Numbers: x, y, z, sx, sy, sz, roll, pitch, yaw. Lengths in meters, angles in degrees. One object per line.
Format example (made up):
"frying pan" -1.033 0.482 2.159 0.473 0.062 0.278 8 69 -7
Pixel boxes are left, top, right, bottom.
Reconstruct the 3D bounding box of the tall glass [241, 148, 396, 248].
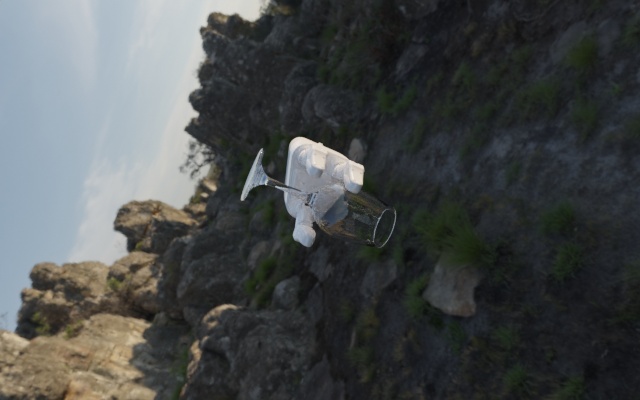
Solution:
"tall glass" -0.001 0.002 0.645 0.201 0.079 0.079 22 -5 -14
